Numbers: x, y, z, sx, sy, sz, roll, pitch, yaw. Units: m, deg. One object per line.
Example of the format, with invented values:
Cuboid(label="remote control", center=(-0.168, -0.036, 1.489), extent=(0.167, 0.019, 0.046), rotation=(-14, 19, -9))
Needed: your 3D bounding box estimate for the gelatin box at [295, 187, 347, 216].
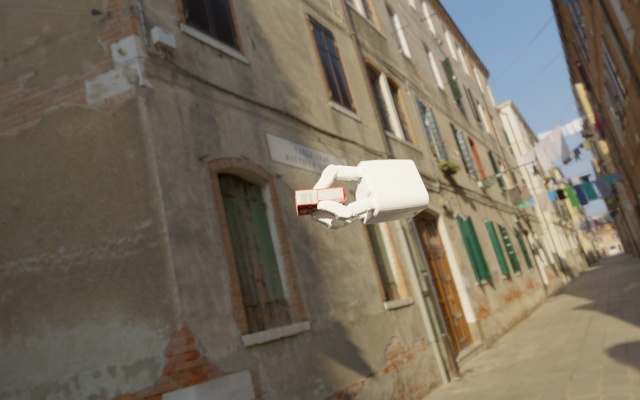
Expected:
Cuboid(label="gelatin box", center=(0.000, 0.002, 0.869), extent=(0.089, 0.030, 0.073), rotation=(-5, -16, -3))
